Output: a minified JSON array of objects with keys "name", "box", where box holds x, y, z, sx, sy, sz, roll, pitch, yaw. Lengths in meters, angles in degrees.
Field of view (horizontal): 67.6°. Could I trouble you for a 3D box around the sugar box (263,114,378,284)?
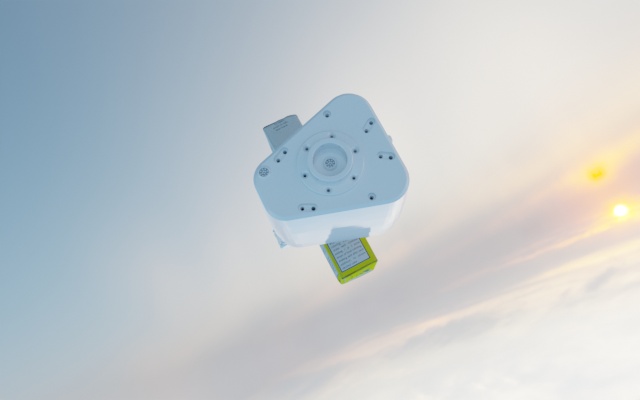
[{"name":"sugar box","box":[0.001,0.001,0.513,0.048,0.176,0.093,-25,-13,-4]}]
